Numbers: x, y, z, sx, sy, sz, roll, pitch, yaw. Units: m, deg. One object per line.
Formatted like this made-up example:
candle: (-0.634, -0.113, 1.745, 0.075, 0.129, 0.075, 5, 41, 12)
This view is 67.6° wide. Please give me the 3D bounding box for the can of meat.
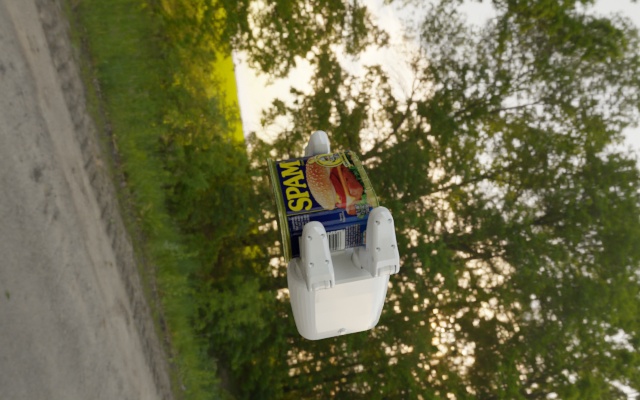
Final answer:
can of meat: (0.000, 0.001, 0.431, 0.084, 0.057, 0.102, -9, 42, -8)
